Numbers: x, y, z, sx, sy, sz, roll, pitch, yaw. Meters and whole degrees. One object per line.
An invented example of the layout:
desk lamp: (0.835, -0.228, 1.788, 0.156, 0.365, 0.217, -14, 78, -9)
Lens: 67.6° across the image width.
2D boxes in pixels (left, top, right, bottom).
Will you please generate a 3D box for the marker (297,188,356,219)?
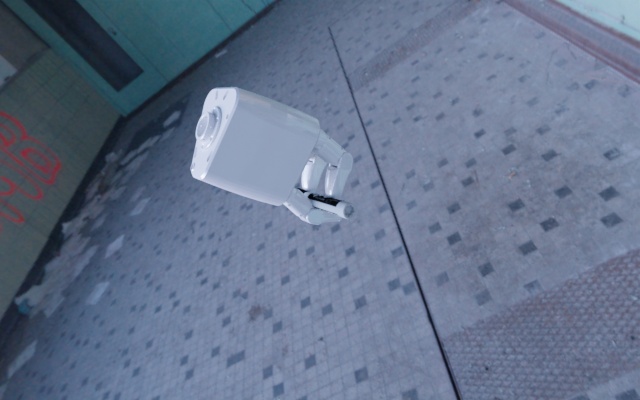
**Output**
marker: (0.000, 0.002, 0.588, 0.020, 0.020, 0.121, 0, 10, -34)
